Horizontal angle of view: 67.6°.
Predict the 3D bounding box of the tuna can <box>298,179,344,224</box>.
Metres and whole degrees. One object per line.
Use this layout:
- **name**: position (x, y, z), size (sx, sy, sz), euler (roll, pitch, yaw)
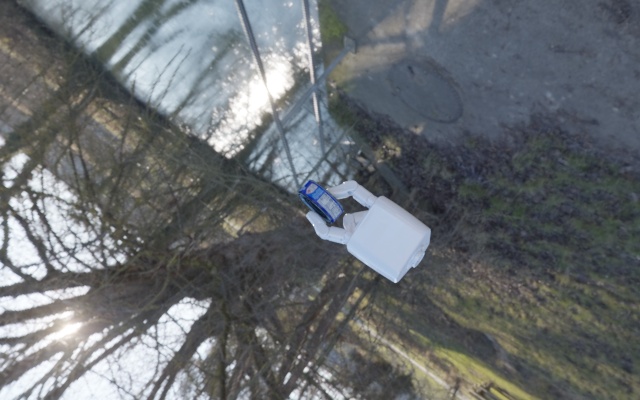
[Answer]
- **tuna can**: position (0.000, 0.003, 0.867), size (0.086, 0.033, 0.086), euler (41, -10, 9)
